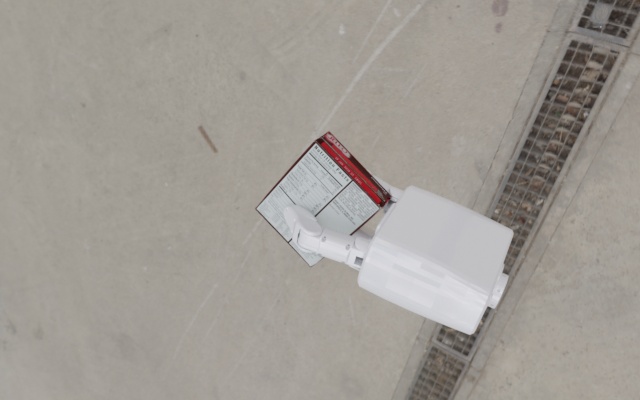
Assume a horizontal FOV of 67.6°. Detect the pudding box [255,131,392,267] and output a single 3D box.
[{"bbox_3d":[0.000,0.002,0.476,0.113,0.090,0.039,-44,-2,31],"label":"pudding box"}]
